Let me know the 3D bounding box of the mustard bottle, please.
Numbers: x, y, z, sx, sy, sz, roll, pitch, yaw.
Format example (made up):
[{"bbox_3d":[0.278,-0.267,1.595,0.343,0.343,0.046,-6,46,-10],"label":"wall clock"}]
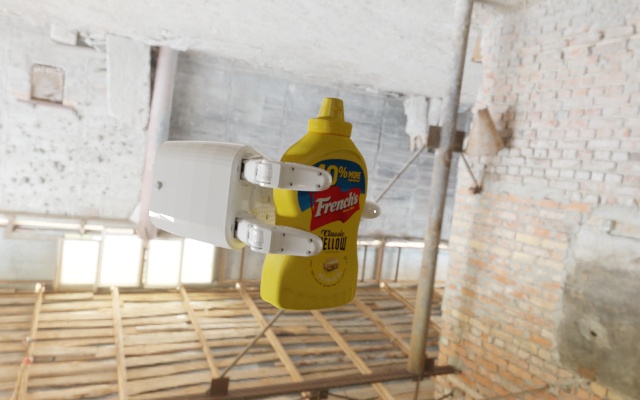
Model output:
[{"bbox_3d":[0.000,0.002,0.445,0.096,0.191,0.058,4,5,-37],"label":"mustard bottle"}]
